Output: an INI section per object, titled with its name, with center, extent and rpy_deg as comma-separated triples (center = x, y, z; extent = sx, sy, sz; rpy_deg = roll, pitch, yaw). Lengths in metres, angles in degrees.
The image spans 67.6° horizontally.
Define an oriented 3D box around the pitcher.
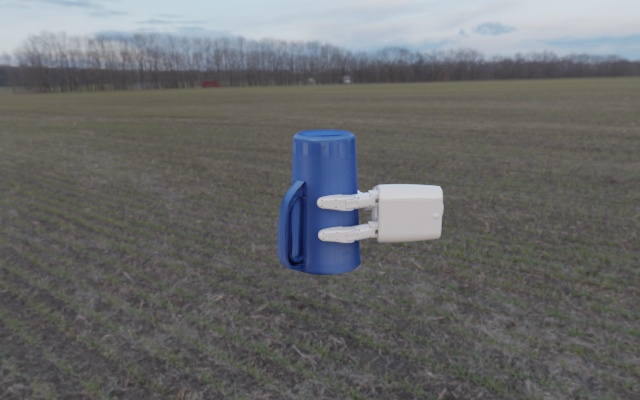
[pitcher]
center = 0.000, 0.003, 0.841
extent = 0.145, 0.243, 0.149
rpy_deg = -1, 14, 0
